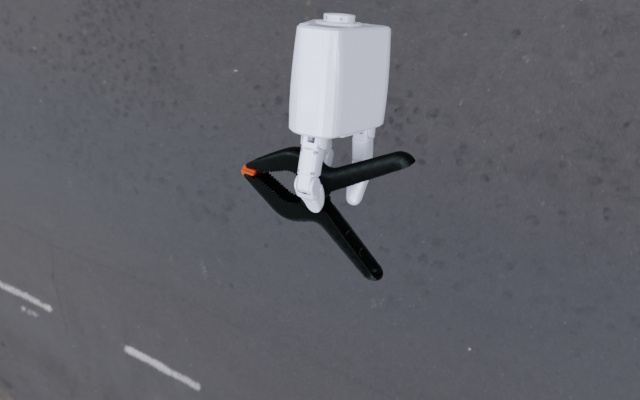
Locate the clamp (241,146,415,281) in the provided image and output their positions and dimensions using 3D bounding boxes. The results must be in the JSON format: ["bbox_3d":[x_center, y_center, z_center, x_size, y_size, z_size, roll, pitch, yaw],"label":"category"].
[{"bbox_3d":[-0.001,0.002,0.569,0.210,0.165,0.036,15,26,23],"label":"clamp"}]
